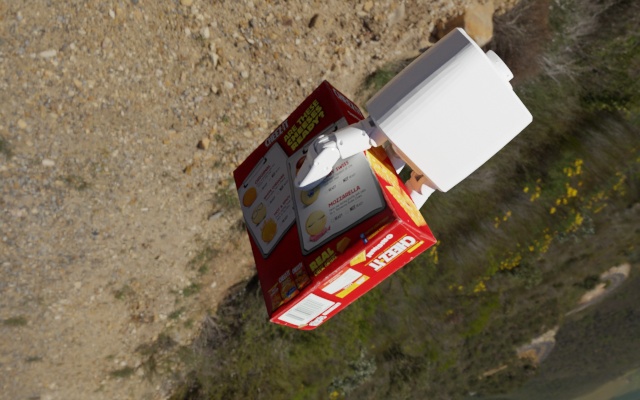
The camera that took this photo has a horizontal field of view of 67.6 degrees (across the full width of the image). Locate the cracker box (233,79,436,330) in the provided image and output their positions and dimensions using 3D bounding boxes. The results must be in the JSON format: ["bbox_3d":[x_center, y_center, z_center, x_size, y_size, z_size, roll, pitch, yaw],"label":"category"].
[{"bbox_3d":[0.000,0.002,0.506,0.164,0.213,0.072,-41,-44,21],"label":"cracker box"}]
